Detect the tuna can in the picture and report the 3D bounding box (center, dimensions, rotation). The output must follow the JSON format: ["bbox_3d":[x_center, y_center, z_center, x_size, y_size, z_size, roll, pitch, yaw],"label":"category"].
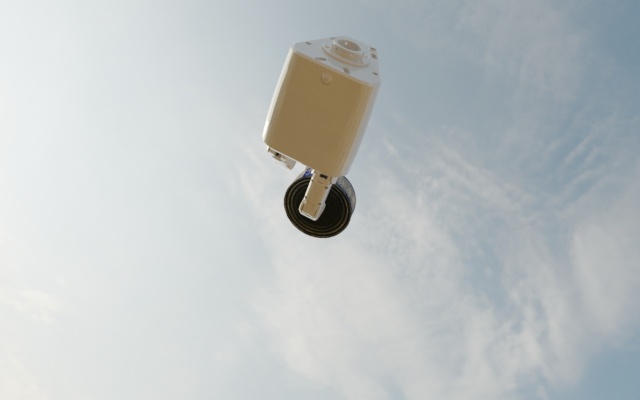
[{"bbox_3d":[0.000,0.002,0.589,0.086,0.086,0.033,0,28,19],"label":"tuna can"}]
